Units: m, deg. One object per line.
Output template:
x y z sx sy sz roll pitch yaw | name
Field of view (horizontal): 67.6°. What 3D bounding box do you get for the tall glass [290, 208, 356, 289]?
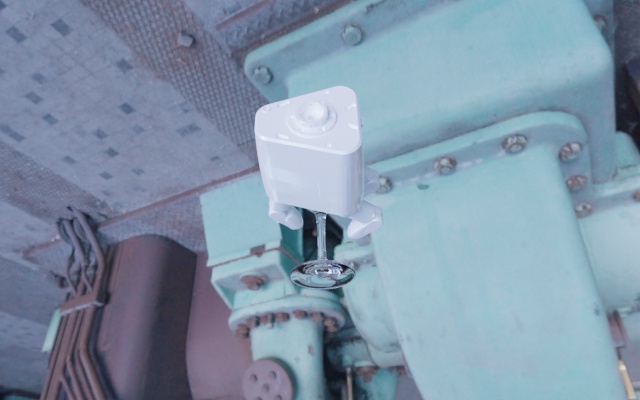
0.000 0.003 0.590 0.079 0.201 0.079 -1 -34 -1 | tall glass
